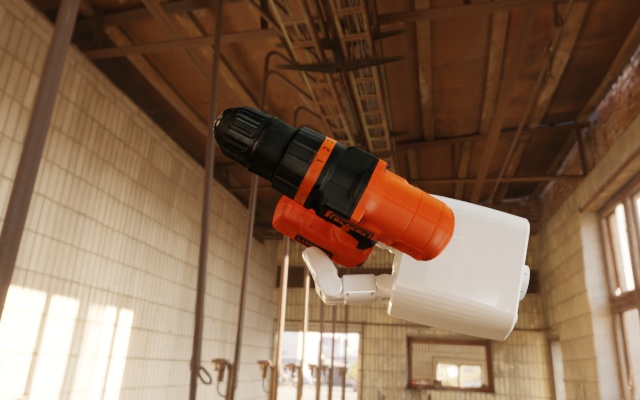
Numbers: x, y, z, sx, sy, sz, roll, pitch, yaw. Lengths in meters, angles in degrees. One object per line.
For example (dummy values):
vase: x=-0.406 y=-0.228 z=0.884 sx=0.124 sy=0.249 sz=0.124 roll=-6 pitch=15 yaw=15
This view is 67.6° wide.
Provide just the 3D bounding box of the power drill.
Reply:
power drill: x=0.000 y=0.002 z=0.406 sx=0.184 sy=0.057 sz=0.188 roll=29 pitch=-13 yaw=0
